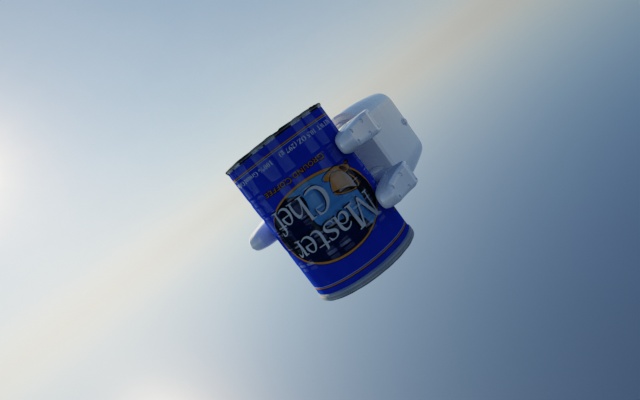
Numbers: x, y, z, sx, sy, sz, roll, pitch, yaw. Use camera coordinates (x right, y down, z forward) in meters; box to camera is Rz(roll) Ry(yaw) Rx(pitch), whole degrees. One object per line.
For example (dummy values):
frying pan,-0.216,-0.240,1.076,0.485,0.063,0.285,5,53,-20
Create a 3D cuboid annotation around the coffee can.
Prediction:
coffee can,0.000,0.002,0.421,0.103,0.140,0.103,-36,6,5
